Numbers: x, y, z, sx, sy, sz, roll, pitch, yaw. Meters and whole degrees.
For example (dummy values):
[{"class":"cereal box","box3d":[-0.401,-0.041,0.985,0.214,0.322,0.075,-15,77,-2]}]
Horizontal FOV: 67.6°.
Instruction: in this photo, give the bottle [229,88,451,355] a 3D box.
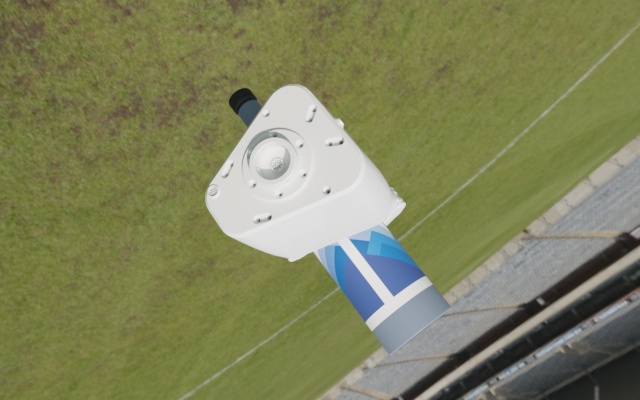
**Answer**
[{"class":"bottle","box3d":[0.000,0.002,0.453,0.069,0.295,0.069,-33,-20,-14]}]
